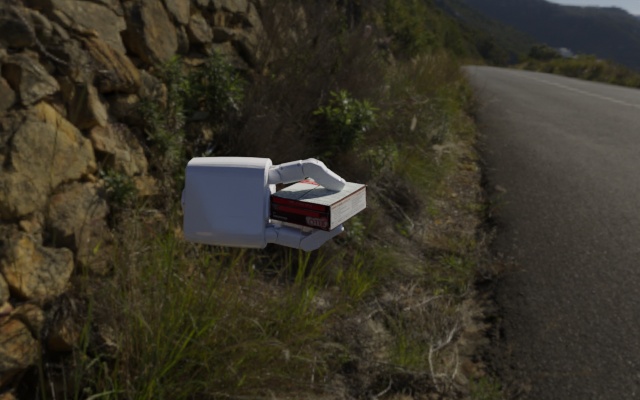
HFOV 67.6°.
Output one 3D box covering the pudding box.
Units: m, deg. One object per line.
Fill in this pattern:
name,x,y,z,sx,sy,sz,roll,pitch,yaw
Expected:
pudding box,0.000,0.002,0.635,0.090,0.039,0.113,12,22,28
